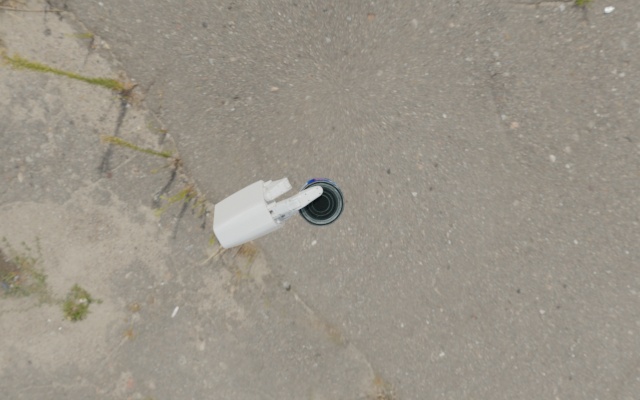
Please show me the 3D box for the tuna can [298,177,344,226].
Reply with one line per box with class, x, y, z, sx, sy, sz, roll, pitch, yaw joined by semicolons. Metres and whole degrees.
tuna can;0.000;0.003;0.860;0.086;0.086;0.033;0;11;-2
